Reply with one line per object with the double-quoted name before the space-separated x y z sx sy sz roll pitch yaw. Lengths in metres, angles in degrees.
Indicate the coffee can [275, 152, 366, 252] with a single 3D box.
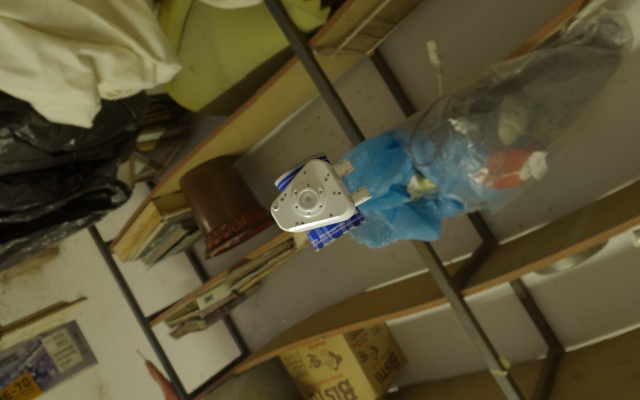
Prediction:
"coffee can" 0.000 0.003 0.829 0.103 0.140 0.103 -31 -5 -3
